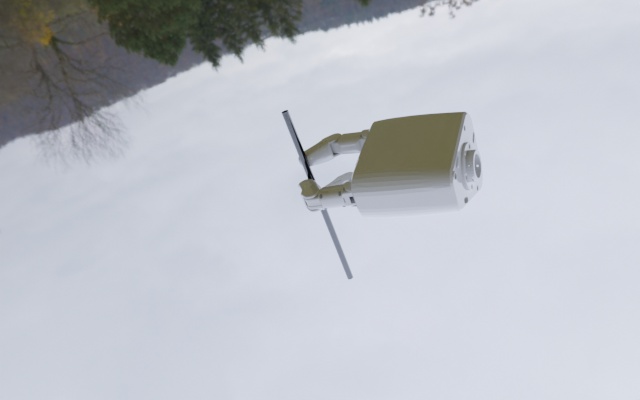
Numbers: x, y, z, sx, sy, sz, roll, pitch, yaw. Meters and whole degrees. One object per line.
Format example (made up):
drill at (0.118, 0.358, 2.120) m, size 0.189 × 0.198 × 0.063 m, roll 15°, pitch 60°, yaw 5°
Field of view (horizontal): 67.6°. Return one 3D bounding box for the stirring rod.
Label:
stirring rod at (0.000, 0.002, 0.582) m, size 0.011 × 0.240 × 0.011 m, roll -17°, pitch 27°, yaw 9°
